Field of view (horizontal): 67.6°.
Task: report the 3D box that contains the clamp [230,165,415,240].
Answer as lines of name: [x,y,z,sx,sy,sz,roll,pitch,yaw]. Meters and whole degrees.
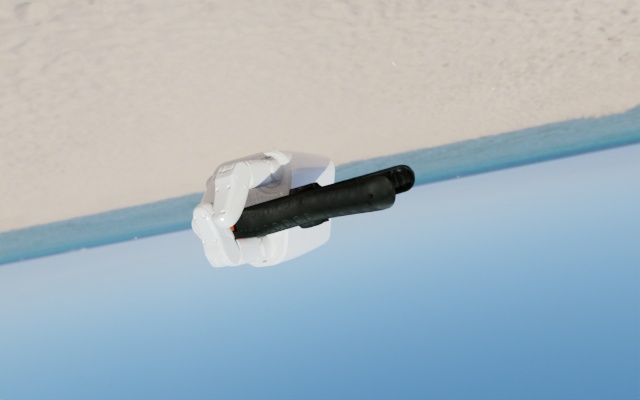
clamp: [0.000,0.002,0.410,0.171,0.039,0.120,-11,-1,28]
